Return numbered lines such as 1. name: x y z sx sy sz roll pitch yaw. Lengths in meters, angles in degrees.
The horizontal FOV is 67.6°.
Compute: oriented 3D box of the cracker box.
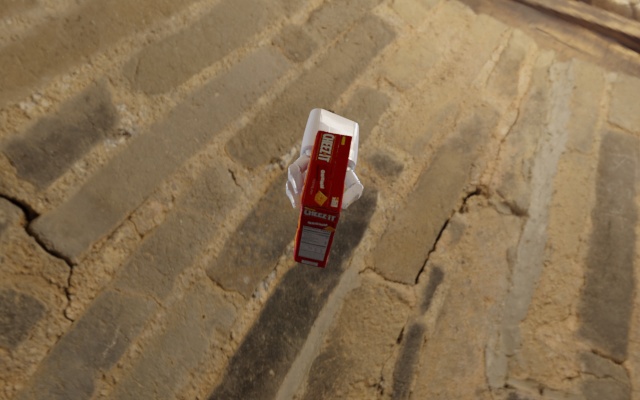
1. cracker box: 0.000 0.003 0.878 0.072 0.164 0.214 11 -33 0
